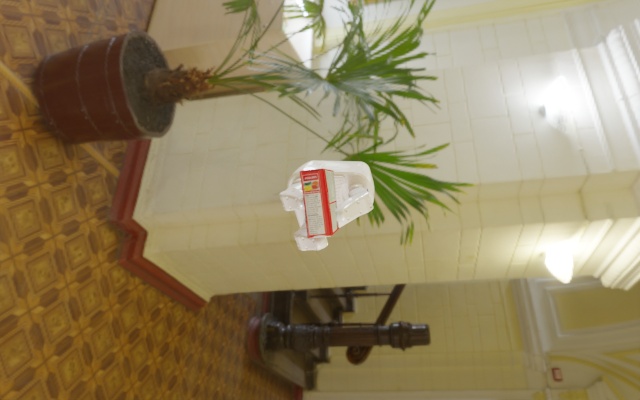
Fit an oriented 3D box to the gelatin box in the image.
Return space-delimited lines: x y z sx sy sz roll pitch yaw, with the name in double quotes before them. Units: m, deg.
"gelatin box" 0.000 0.002 0.546 0.030 0.073 0.089 -6 1 8
